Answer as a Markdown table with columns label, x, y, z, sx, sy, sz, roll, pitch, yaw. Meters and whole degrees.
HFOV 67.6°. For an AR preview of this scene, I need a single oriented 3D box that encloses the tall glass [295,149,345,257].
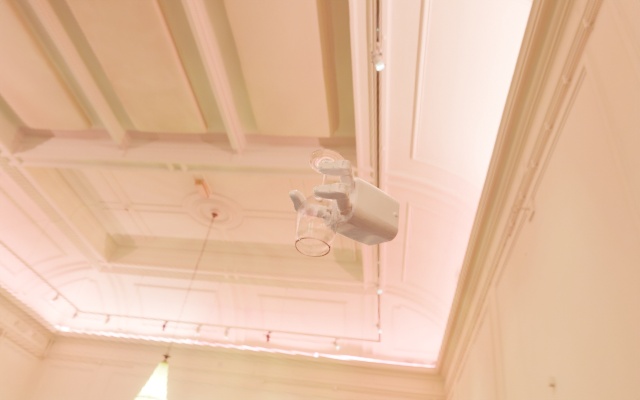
| label | x | y | z | sx | sy | sz | roll | pitch | yaw |
| --- | --- | --- | --- | --- | --- | --- | --- | --- | --- |
| tall glass | 0.000 | 0.002 | 0.881 | 0.079 | 0.201 | 0.079 | 7 | -37 | 5 |
